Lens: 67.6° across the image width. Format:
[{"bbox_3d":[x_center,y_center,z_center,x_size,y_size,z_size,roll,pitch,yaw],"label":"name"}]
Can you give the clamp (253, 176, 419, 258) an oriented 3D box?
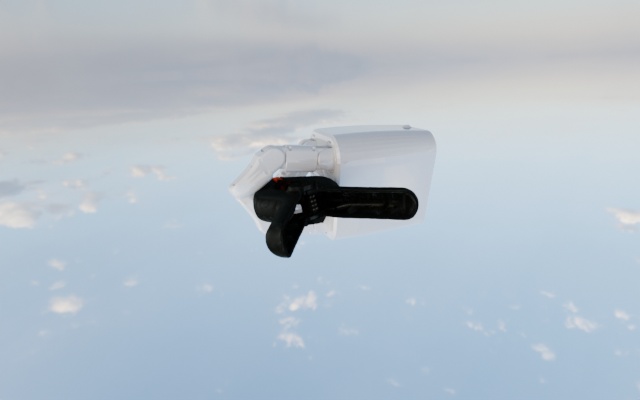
[{"bbox_3d":[0.000,0.002,0.406,0.120,0.039,0.171,-7,16,-15],"label":"clamp"}]
